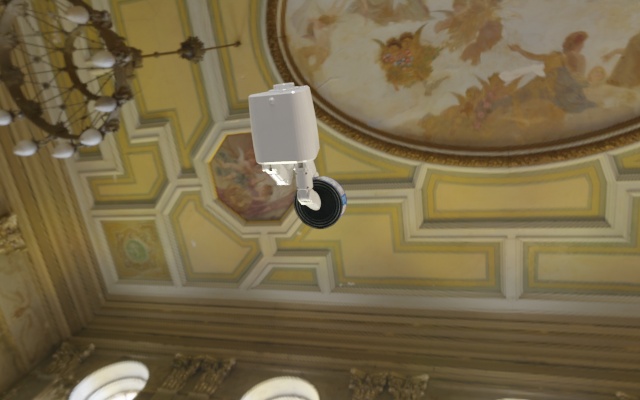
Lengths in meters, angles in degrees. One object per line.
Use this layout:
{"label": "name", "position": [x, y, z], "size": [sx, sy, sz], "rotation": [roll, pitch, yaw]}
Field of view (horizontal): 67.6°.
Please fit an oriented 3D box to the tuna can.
{"label": "tuna can", "position": [0.000, 0.003, 0.803], "size": [0.086, 0.086, 0.033], "rotation": [0, 15, 19]}
